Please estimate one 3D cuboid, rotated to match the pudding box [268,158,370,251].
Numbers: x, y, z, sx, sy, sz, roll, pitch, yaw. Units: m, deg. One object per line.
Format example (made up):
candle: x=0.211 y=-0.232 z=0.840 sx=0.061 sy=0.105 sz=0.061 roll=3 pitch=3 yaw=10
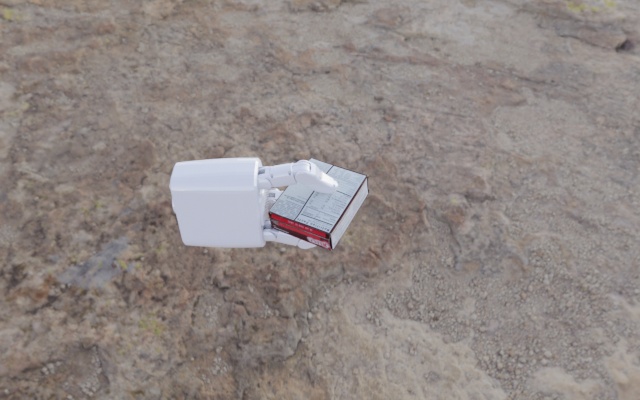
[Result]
pudding box: x=0.000 y=0.002 z=0.614 sx=0.090 sy=0.113 sz=0.039 roll=20 pitch=-36 yaw=21
